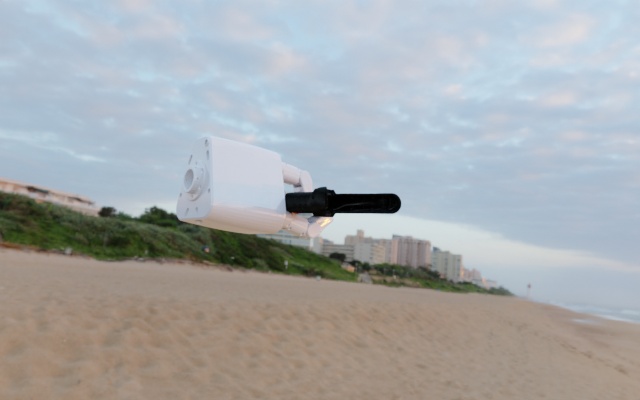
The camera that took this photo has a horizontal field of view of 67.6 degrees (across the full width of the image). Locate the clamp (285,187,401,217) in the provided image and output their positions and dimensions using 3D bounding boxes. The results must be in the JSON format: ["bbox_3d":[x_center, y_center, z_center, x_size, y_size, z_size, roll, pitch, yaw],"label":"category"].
[{"bbox_3d":[0.000,0.001,0.595,0.120,0.039,0.171,13,-12,-41],"label":"clamp"}]
